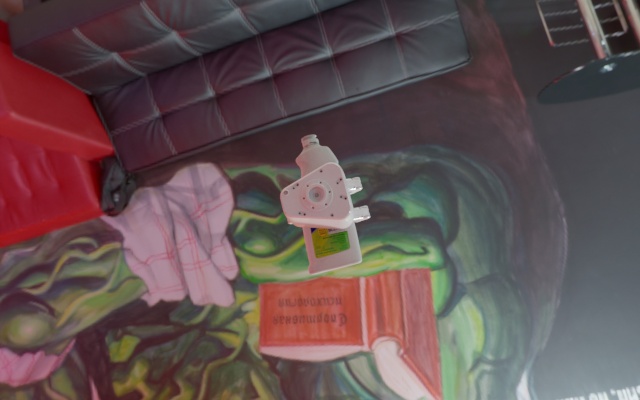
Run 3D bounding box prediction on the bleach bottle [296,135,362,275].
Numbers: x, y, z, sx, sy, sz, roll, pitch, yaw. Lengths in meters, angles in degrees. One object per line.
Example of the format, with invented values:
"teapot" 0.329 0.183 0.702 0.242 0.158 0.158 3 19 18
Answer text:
"bleach bottle" 0.000 0.003 0.880 0.102 0.250 0.068 -14 -9 1
